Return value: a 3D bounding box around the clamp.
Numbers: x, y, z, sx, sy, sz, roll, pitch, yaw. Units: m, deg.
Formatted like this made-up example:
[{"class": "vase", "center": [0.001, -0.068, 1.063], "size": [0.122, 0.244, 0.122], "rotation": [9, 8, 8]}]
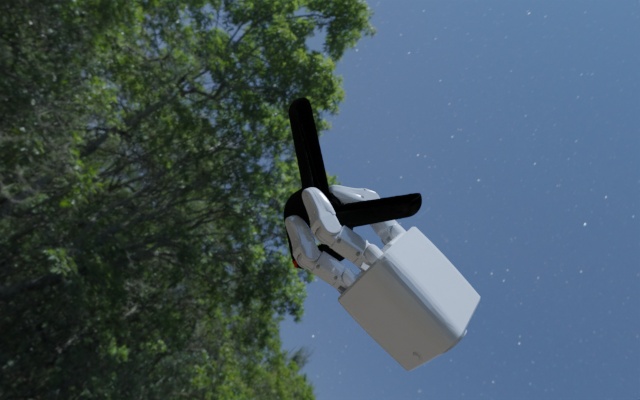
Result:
[{"class": "clamp", "center": [0.001, 0.002, 0.523], "size": [0.036, 0.164, 0.210], "rotation": [-32, -15, -39]}]
